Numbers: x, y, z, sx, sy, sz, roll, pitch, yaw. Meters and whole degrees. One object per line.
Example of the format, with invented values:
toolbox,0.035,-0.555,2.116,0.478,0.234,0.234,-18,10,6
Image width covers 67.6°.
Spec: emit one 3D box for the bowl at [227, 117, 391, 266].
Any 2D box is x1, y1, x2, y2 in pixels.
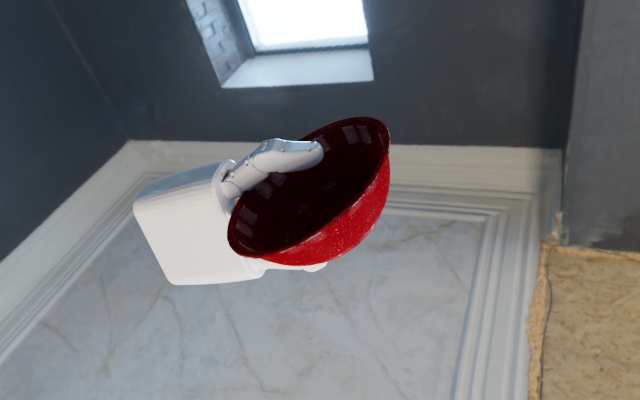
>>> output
bowl,0.001,0.001,0.406,0.162,0.162,0.055,0,-43,50
